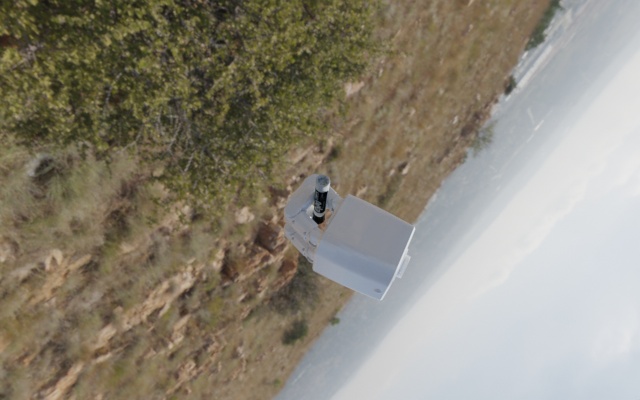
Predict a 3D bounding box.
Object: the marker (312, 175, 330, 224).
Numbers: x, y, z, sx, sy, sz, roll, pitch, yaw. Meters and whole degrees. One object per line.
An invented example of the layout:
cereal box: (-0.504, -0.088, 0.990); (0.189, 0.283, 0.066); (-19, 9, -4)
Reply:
marker: (0.000, 0.002, 0.662); (0.020, 0.020, 0.121); (0, -27, -3)
